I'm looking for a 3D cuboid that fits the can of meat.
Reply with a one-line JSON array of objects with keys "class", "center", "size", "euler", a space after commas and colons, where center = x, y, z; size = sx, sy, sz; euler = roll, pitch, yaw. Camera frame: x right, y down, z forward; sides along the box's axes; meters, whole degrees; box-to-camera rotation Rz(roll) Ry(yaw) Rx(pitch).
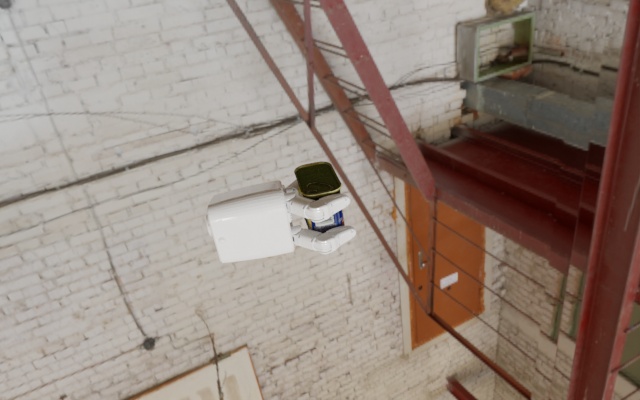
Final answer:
[{"class": "can of meat", "center": [0.000, 0.003, 0.703], "size": [0.057, 0.084, 0.102], "euler": [-12, 29, -6]}]
